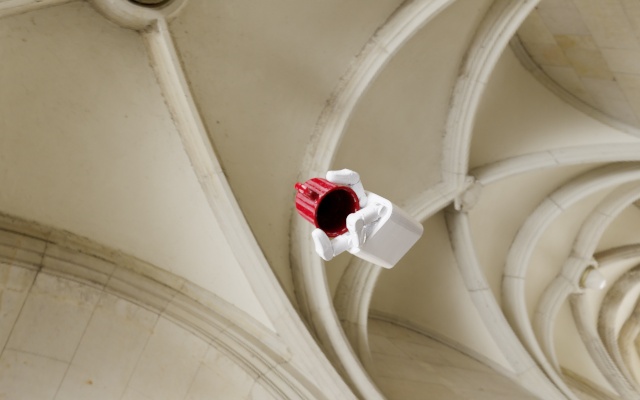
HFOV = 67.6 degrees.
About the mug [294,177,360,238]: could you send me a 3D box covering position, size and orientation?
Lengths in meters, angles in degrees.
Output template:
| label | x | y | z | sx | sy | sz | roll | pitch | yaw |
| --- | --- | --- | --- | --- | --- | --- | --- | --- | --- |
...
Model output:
| label | x | y | z | sx | sy | sz | roll | pitch | yaw |
| --- | --- | --- | --- | --- | --- | --- | --- | --- | --- |
| mug | -0.001 | 0.002 | 0.832 | 0.117 | 0.093 | 0.081 | 32 | -1 | -37 |
